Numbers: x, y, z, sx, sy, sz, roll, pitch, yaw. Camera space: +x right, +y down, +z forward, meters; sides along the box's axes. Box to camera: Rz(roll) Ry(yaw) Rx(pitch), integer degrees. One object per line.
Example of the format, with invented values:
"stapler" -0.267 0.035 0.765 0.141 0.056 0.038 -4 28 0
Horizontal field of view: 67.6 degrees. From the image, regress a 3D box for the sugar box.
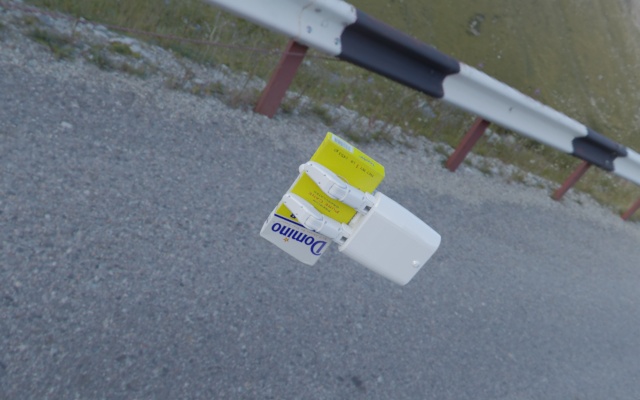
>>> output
"sugar box" 0.000 0.002 0.664 0.093 0.176 0.048 33 21 -9
